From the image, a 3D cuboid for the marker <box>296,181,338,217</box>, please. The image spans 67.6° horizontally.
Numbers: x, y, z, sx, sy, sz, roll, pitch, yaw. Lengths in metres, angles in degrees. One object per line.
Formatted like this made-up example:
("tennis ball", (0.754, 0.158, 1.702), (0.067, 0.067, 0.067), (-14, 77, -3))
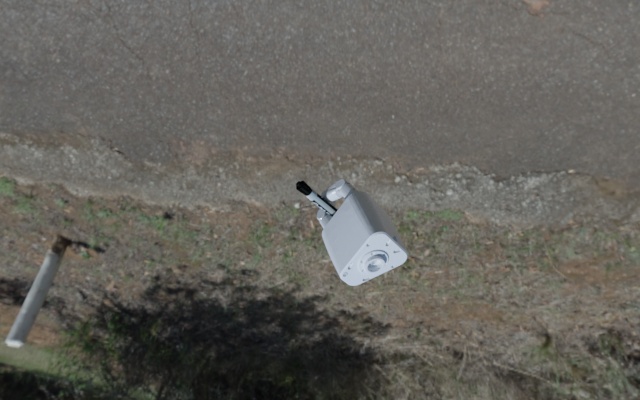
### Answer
("marker", (0.000, 0.003, 0.834), (0.020, 0.020, 0.121), (0, -32, 47))
